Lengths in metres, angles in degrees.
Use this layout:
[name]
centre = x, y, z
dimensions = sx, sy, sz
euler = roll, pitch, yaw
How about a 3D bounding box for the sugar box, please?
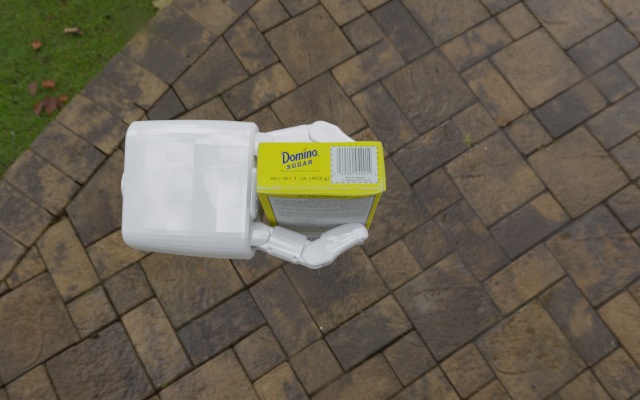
[sugar box]
centre = 0.000, 0.001, 0.423
dimensions = 0.093, 0.048, 0.176
euler = 1, -15, 0
